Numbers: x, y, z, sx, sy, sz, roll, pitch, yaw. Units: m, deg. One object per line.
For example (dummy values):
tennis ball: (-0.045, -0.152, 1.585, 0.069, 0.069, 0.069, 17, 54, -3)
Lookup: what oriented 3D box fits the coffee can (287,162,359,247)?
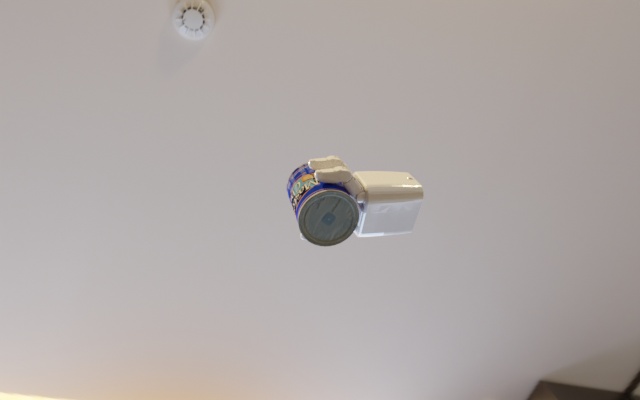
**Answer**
coffee can: (0.000, 0.003, 0.842, 0.103, 0.103, 0.140, 0, 24, -13)
